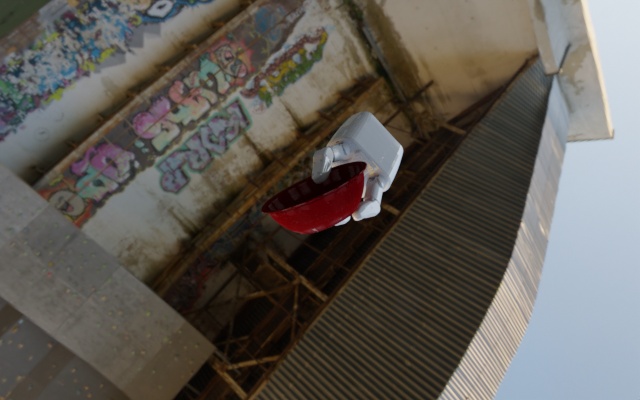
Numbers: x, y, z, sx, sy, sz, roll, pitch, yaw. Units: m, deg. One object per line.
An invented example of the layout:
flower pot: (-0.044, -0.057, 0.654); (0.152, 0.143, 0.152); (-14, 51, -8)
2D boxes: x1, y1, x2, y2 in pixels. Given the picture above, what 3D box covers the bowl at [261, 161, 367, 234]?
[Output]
bowl: (-0.001, 0.003, 0.676); (0.162, 0.055, 0.162); (-23, 13, 5)
